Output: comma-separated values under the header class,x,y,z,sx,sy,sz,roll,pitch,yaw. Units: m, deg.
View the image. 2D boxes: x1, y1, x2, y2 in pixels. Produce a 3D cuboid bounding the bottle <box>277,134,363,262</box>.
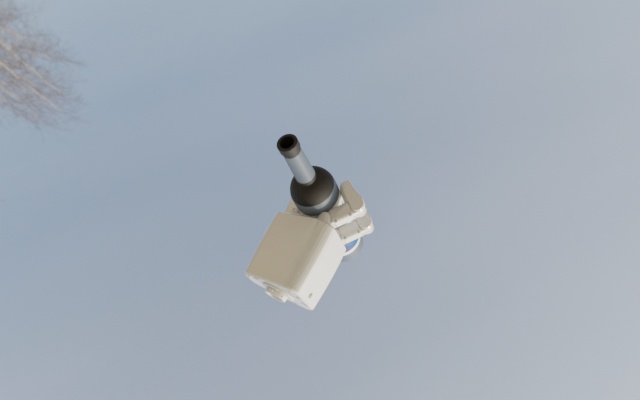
class,x,y,z,sx,sy,sz,roll,pitch,yaw
bottle,0.000,0.002,0.705,0.069,0.069,0.296,0,-30,19
